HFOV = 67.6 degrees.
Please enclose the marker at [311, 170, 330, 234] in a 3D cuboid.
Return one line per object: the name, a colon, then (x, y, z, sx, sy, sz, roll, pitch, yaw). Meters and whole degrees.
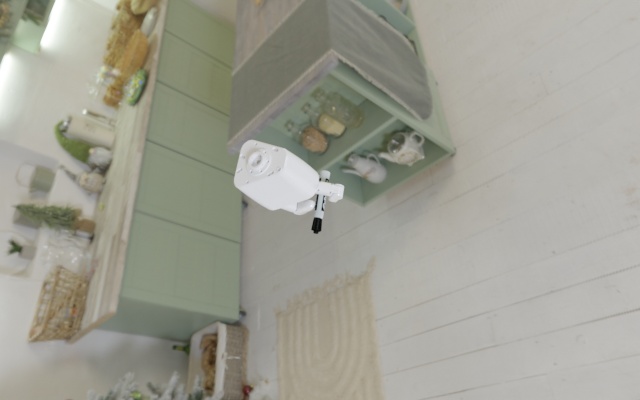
marker: (0.000, 0.003, 0.883, 0.020, 0.121, 0.020, 8, -18, 3)
